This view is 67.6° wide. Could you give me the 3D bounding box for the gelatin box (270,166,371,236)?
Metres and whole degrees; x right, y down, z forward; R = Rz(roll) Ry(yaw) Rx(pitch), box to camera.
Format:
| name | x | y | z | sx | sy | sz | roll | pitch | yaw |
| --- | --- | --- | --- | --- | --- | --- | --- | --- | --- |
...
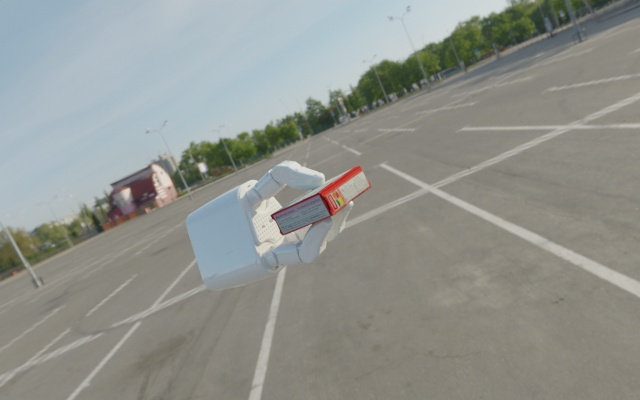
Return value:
| name | x | y | z | sx | sy | sz | roll | pitch | yaw |
| --- | --- | --- | --- | --- | --- | --- | --- | --- | --- |
| gelatin box | 0.000 | 0.001 | 0.515 | 0.089 | 0.030 | 0.073 | -25 | 7 | 46 |
